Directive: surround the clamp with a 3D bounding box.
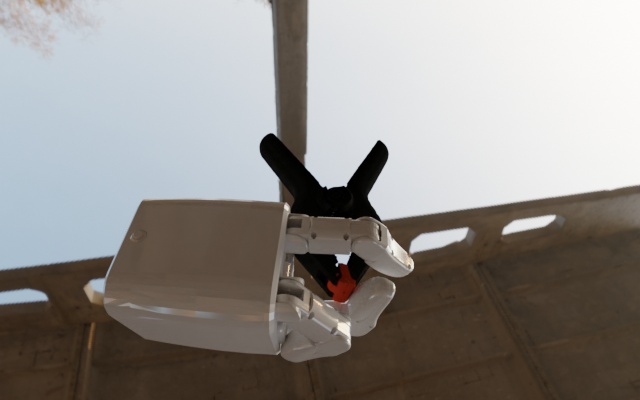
[{"bbox_3d":[0.000,0.002,0.401,0.120,0.171,0.039,5,-45,0],"label":"clamp"}]
